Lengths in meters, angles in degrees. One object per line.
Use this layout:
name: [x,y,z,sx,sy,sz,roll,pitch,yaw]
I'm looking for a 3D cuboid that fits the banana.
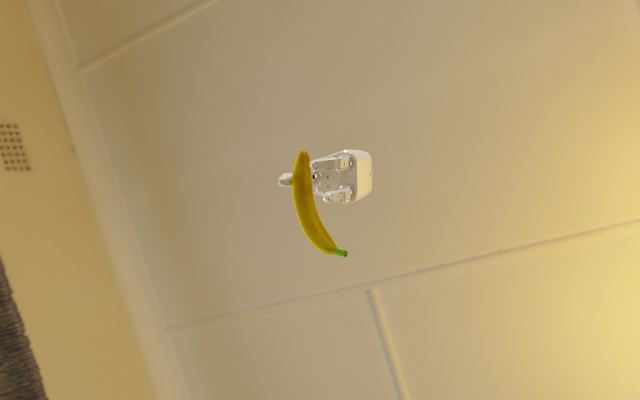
banana: [-0.014,0.013,0.831,0.069,0.198,0.037,-26,-6,27]
